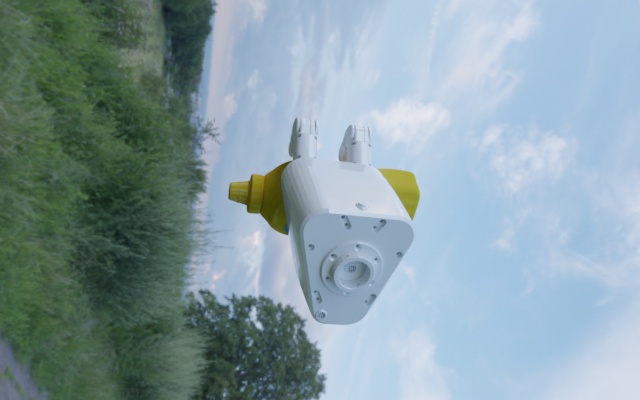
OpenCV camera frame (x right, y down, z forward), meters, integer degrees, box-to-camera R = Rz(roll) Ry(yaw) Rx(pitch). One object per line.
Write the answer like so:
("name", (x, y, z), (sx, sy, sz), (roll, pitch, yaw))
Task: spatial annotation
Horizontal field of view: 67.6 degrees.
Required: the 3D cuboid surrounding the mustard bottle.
("mustard bottle", (0.000, 0.001, 0.504), (0.191, 0.058, 0.096), (6, -42, -13))
